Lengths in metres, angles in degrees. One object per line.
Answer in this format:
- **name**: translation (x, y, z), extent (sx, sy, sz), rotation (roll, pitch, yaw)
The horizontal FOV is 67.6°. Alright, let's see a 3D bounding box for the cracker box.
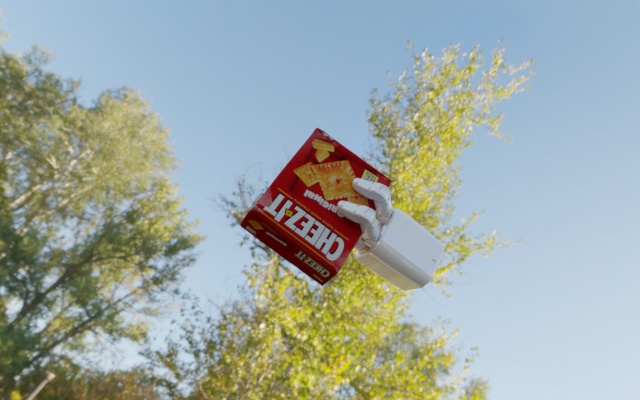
- **cracker box**: translation (0.000, 0.003, 0.782), extent (0.164, 0.213, 0.072), rotation (36, -35, -2)
